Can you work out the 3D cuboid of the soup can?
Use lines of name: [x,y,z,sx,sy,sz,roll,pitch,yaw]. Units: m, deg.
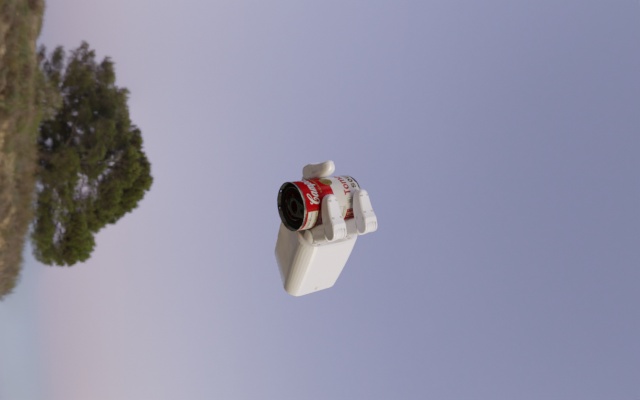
soup can: [0.000,0.002,0.670,0.102,0.068,0.068,-9,5,-35]
